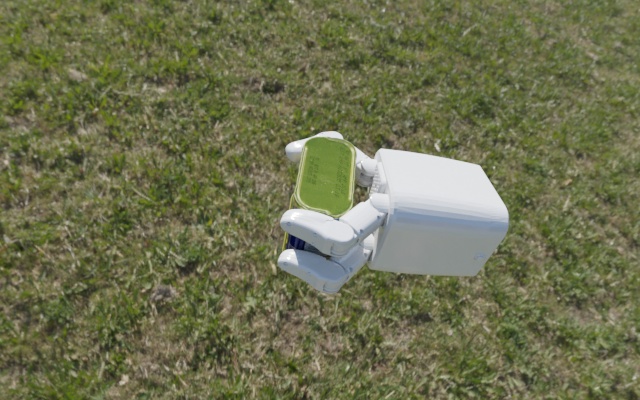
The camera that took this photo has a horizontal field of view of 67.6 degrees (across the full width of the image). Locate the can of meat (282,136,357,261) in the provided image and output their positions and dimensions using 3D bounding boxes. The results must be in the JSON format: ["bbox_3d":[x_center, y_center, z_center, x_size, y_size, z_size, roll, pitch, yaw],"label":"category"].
[{"bbox_3d":[0.000,0.001,0.453,0.057,0.102,0.084,10,-41,-3],"label":"can of meat"}]
